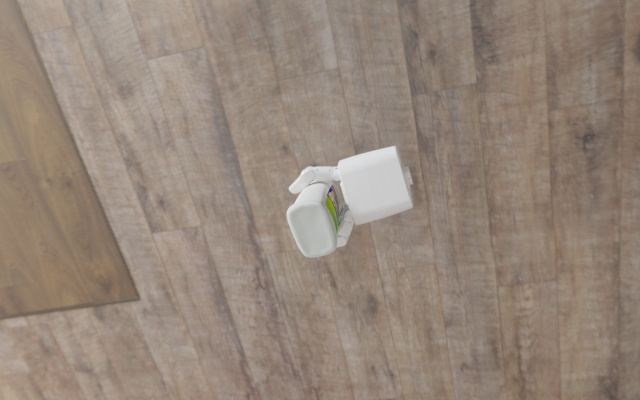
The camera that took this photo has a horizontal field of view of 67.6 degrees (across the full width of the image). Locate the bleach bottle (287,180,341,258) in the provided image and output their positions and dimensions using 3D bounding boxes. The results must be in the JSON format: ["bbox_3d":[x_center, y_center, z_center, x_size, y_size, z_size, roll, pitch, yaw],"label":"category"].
[{"bbox_3d":[0.000,0.003,0.871,0.068,0.103,0.250,-15,20,12],"label":"bleach bottle"}]
